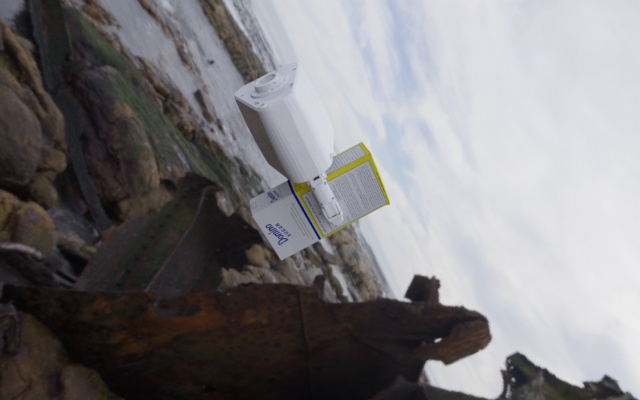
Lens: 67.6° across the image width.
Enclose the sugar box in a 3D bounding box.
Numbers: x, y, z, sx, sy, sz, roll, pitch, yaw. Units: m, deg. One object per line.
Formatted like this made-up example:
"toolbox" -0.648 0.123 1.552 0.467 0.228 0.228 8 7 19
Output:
"sugar box" 0.000 0.002 0.656 0.176 0.093 0.048 -25 34 3
